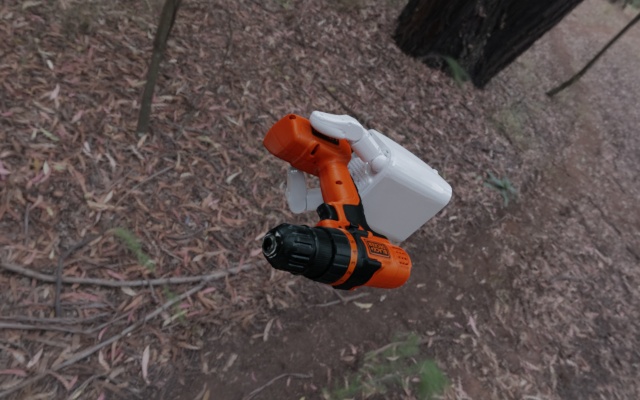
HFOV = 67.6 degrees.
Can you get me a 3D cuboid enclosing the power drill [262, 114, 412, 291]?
[{"bbox_3d":[0.000,0.001,0.484,0.057,0.187,0.184,-38,-37,28],"label":"power drill"}]
